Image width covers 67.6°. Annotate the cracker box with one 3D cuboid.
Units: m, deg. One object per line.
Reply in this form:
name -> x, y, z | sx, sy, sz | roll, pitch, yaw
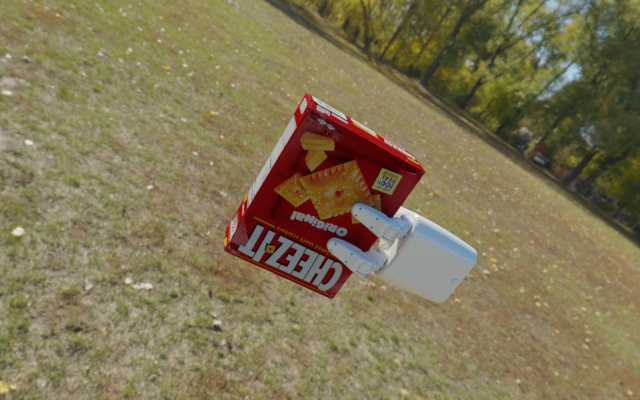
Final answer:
cracker box -> 0.000, 0.002, 0.600 | 0.164, 0.214, 0.072 | 27, 19, -16
